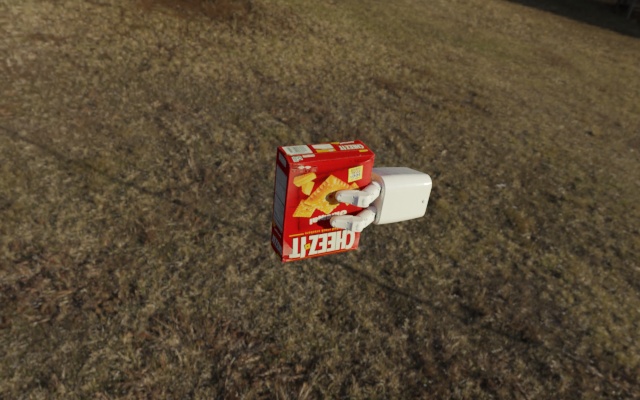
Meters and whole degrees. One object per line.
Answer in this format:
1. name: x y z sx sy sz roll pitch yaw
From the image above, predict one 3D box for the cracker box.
1. cracker box: 0.000 0.003 0.882 0.164 0.214 0.072 -7 34 -22
